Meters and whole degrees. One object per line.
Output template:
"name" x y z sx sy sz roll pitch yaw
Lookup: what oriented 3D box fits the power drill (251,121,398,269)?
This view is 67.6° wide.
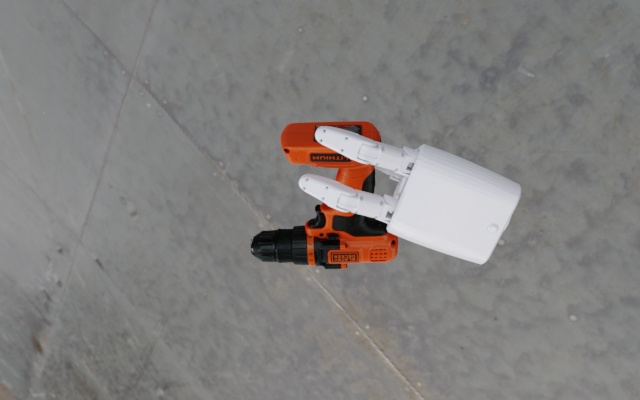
"power drill" 0.000 0.001 0.556 0.184 0.188 0.057 -2 39 2
